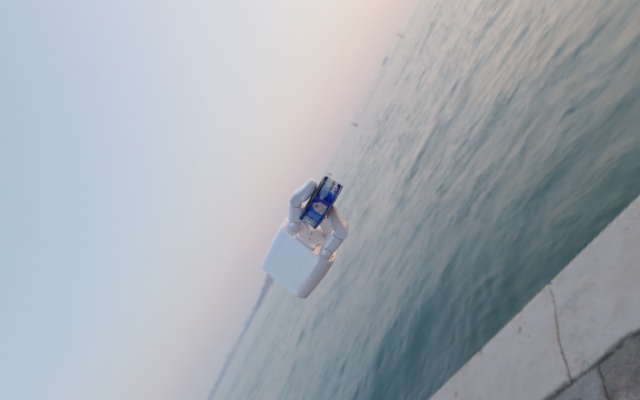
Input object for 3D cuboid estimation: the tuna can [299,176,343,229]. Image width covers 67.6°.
[{"bbox_3d":[0.000,0.002,0.784,0.034,0.086,0.086,32,-2,-4],"label":"tuna can"}]
